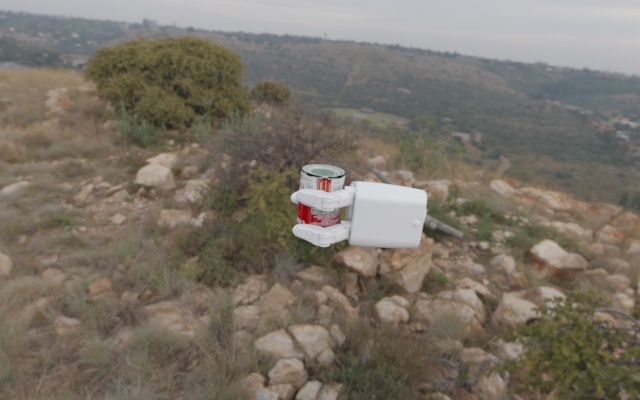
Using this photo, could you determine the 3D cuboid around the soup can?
[{"bbox_3d":[0.000,0.002,0.729,0.068,0.102,0.068,5,19,-2],"label":"soup can"}]
